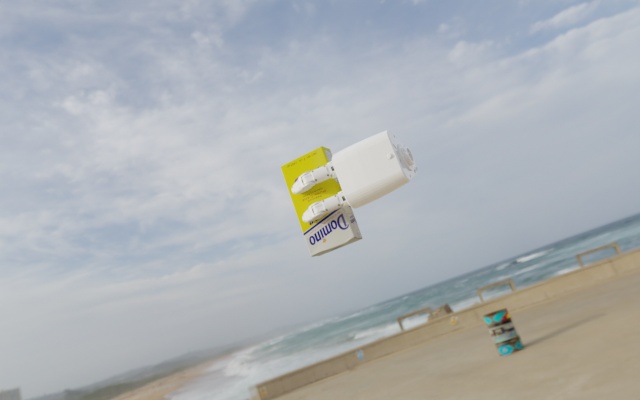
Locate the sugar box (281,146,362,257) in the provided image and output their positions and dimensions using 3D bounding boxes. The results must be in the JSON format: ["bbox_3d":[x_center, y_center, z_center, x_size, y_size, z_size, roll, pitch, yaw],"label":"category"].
[{"bbox_3d":[0.000,0.003,0.855,0.093,0.176,0.048,-25,-15,21],"label":"sugar box"}]
